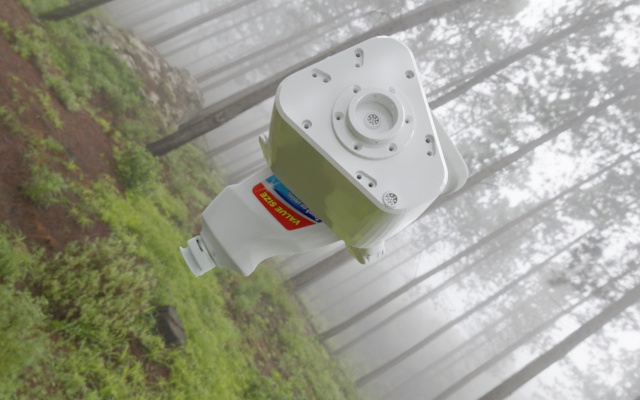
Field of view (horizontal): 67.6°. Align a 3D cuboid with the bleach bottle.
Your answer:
[{"bbox_3d":[0.000,0.001,0.427,0.251,0.102,0.068,-28,-9,-12],"label":"bleach bottle"}]
